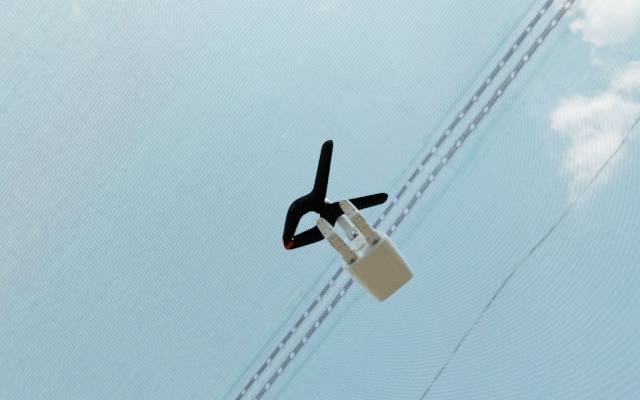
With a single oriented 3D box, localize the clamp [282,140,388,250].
[{"bbox_3d":[0.000,0.003,0.873,0.210,0.165,0.036,-39,22,4],"label":"clamp"}]
